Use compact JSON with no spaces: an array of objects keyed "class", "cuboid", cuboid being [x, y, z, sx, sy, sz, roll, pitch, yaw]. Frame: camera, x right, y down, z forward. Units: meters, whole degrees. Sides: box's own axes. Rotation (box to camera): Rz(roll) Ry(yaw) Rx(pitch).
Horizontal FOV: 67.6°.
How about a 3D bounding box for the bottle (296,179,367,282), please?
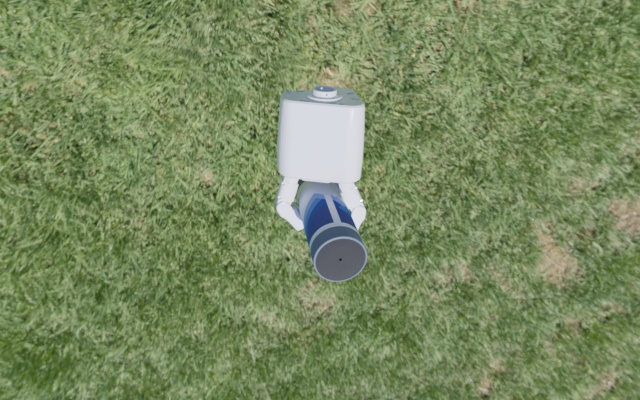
[{"class":"bottle","cuboid":[0.000,0.002,0.700,0.069,0.069,0.295,0,28,-11]}]
